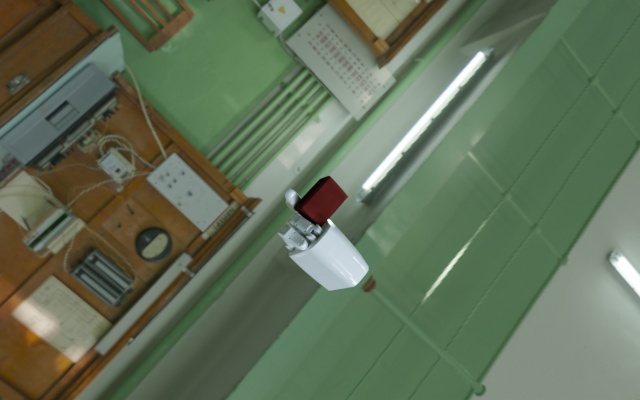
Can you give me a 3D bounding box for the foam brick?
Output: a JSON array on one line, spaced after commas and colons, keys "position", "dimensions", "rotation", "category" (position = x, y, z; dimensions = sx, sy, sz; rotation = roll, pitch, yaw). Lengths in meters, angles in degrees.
[{"position": [0.000, 0.002, 0.845], "dimensions": [0.051, 0.078, 0.053], "rotation": [45, -14, -12], "category": "foam brick"}]
